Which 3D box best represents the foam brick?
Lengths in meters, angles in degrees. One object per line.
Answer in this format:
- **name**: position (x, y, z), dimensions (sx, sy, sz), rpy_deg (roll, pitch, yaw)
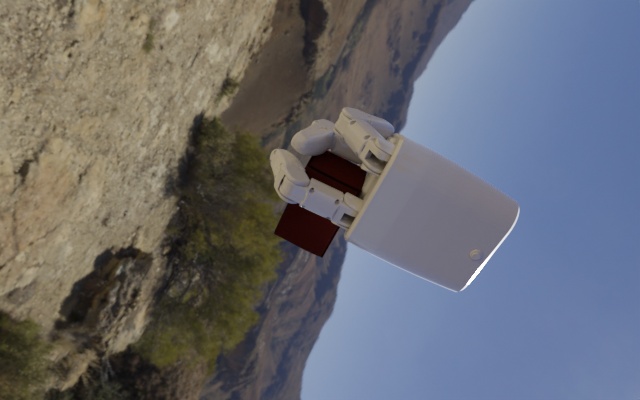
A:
- **foam brick**: position (0.000, 0.002, 0.433), dimensions (0.051, 0.078, 0.053), rpy_deg (27, 28, -2)
